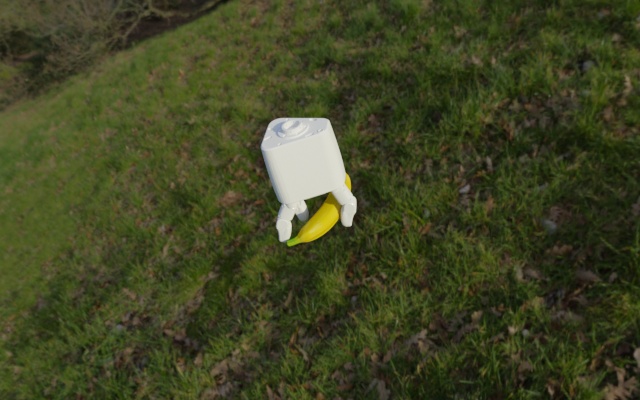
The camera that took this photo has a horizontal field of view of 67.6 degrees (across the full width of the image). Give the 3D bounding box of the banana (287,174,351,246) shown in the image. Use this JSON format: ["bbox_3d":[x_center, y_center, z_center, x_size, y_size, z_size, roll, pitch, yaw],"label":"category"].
[{"bbox_3d":[0.014,0.007,0.853,0.069,0.037,0.197,9,46,34],"label":"banana"}]
